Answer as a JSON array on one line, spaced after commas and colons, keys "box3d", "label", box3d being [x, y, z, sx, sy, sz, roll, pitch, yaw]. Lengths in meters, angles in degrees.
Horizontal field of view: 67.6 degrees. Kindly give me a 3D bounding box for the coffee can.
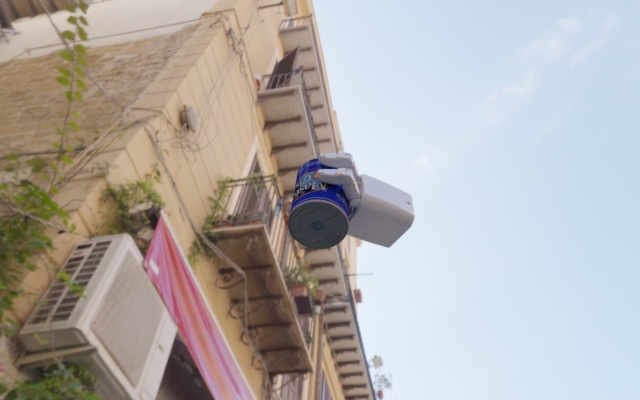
[{"box3d": [0.000, 0.003, 0.853, 0.103, 0.103, 0.140, 0, 36, 4], "label": "coffee can"}]
